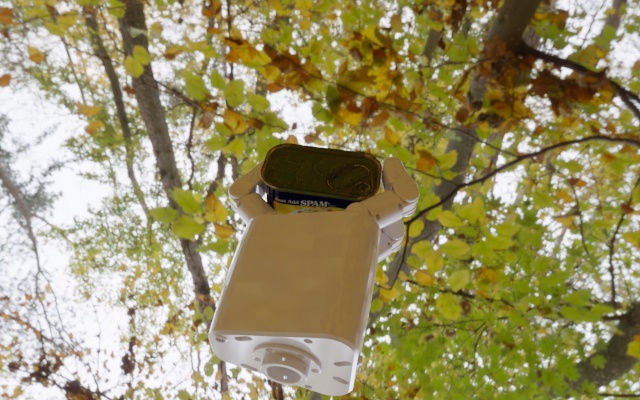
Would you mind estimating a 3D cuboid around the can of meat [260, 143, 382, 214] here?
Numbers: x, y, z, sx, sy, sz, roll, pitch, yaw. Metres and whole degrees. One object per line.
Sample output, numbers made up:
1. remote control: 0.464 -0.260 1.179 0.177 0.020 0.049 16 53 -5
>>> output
1. can of meat: 0.000 0.002 0.437 0.102 0.057 0.084 7 -43 5
